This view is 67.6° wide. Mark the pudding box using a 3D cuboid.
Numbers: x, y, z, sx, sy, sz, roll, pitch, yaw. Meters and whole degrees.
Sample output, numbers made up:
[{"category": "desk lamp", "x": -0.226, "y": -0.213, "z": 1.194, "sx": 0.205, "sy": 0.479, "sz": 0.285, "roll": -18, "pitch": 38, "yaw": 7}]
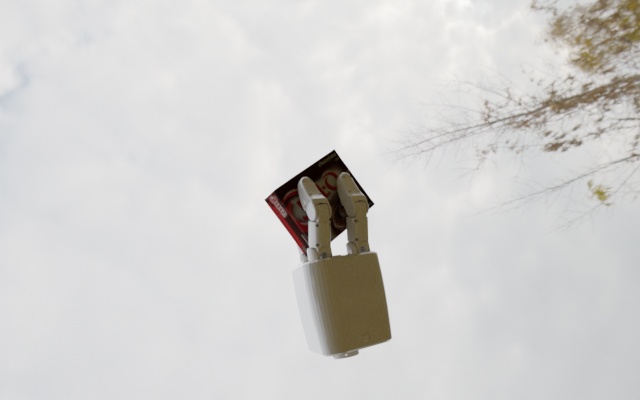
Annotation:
[{"category": "pudding box", "x": 0.000, "y": 0.002, "z": 0.597, "sx": 0.113, "sy": 0.090, "sz": 0.039, "roll": -38, "pitch": 3, "yaw": -35}]
